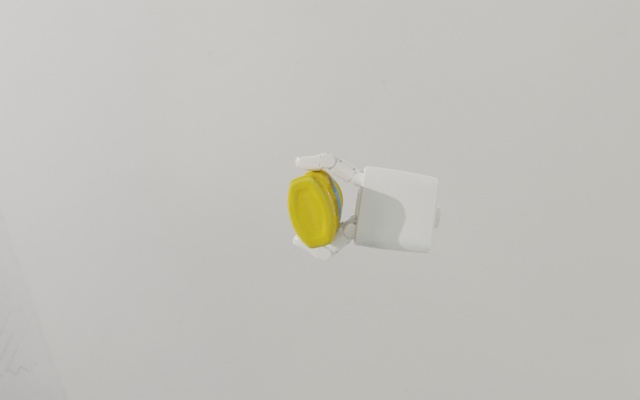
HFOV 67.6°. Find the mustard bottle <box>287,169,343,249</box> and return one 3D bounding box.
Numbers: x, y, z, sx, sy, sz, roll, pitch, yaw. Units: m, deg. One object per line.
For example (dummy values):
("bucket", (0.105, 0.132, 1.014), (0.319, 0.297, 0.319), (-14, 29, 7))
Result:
("mustard bottle", (0.000, 0.002, 0.706), (0.058, 0.096, 0.191), (-17, 6, 10))
